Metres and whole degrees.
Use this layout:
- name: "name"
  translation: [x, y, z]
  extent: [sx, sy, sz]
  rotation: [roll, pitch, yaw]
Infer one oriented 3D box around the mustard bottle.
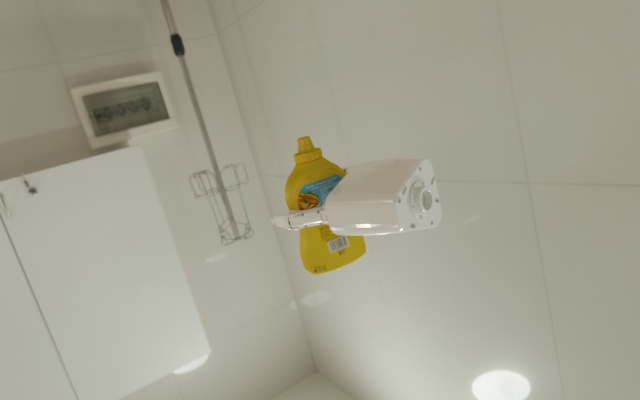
- name: "mustard bottle"
  translation: [0.000, 0.002, 0.686]
  extent: [0.096, 0.192, 0.058]
  rotation: [-20, 13, -21]
